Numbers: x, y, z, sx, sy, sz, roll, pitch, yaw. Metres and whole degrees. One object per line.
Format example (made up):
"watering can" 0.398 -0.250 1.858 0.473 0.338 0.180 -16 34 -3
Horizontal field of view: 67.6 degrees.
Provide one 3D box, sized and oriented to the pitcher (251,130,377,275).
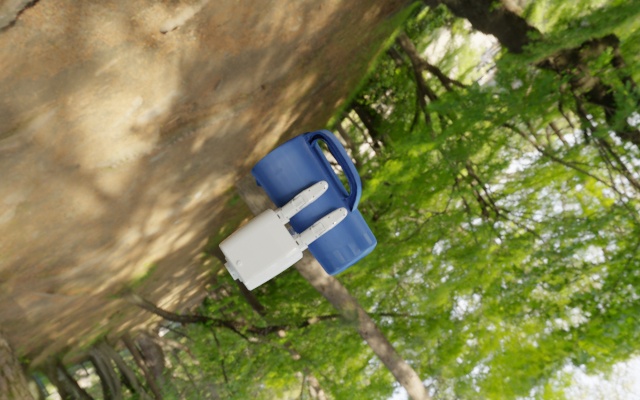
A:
"pitcher" 0.000 0.003 0.854 0.145 0.243 0.149 -34 -3 -14
